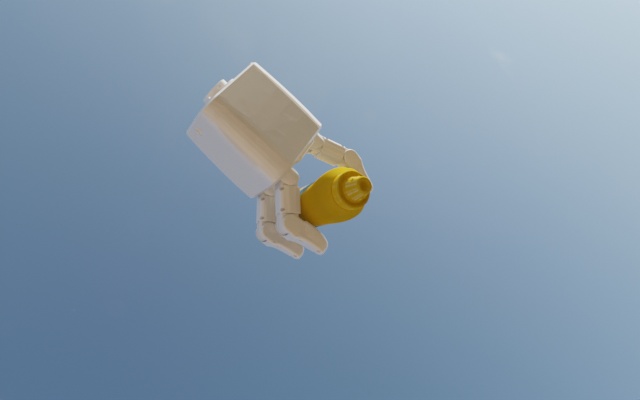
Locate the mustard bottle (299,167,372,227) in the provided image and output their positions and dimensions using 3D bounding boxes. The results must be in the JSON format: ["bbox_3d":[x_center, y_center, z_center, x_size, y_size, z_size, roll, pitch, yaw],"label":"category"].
[{"bbox_3d":[0.000,0.002,0.558,0.096,0.058,0.192,-26,1,-30],"label":"mustard bottle"}]
